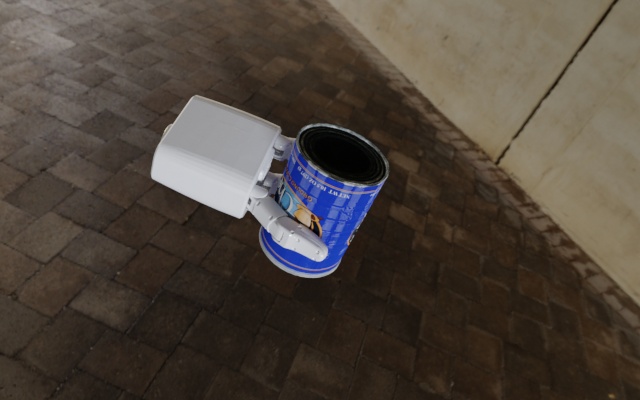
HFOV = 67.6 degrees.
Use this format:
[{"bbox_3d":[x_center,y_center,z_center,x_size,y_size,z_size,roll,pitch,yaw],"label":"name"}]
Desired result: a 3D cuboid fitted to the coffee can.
[{"bbox_3d":[0.000,0.002,0.528,0.103,0.140,0.102,16,37,-12],"label":"coffee can"}]
